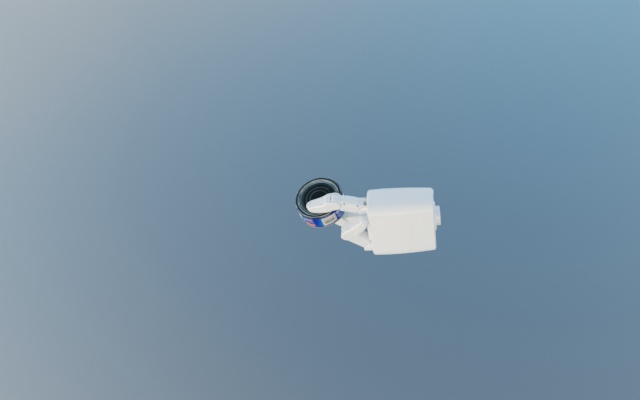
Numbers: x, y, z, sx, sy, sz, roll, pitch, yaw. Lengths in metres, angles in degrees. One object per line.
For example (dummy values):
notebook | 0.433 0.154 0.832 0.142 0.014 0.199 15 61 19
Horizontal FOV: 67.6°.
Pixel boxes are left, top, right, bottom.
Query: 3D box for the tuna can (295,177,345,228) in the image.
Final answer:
tuna can | 0.000 0.002 0.828 0.086 0.086 0.034 0 -32 18
